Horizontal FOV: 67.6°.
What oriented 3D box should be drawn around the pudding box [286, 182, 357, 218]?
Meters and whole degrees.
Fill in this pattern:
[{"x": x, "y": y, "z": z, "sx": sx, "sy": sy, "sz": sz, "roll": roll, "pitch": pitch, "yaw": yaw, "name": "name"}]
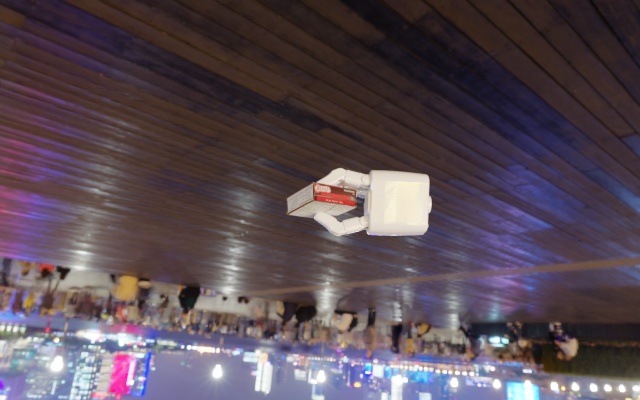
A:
[{"x": 0.000, "y": 0.003, "z": 0.874, "sx": 0.090, "sy": 0.039, "sz": 0.113, "roll": 10, "pitch": -21, "yaw": -28, "name": "pudding box"}]
